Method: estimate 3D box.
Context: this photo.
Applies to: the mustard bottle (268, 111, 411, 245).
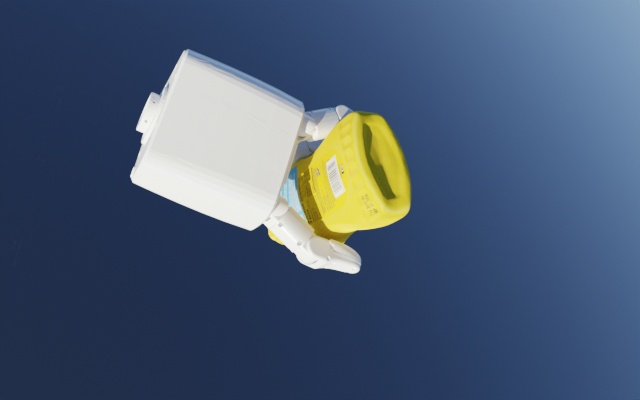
[{"bbox_3d":[0.001,0.001,0.458,0.058,0.096,0.192,-3,-20,-36],"label":"mustard bottle"}]
